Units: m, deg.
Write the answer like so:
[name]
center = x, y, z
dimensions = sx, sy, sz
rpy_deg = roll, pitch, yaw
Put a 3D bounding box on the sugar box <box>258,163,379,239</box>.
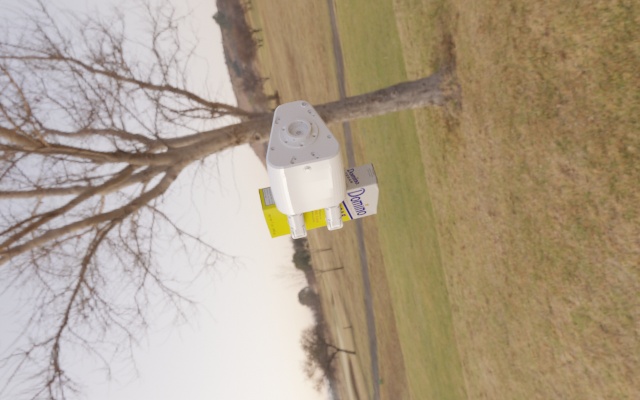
[sugar box]
center = 0.000, 0.003, 0.737
dimensions = 0.176, 0.048, 0.093
rpy_deg = -12, -32, -2
